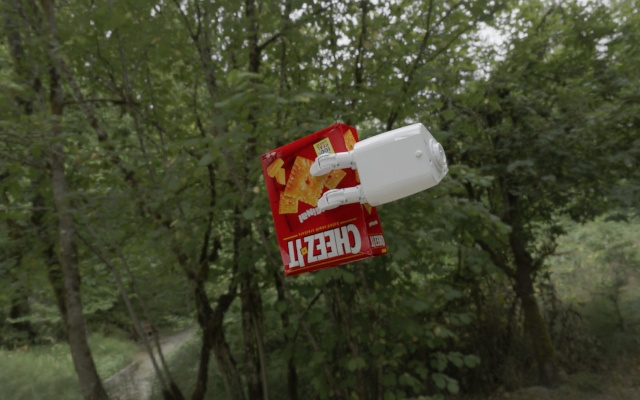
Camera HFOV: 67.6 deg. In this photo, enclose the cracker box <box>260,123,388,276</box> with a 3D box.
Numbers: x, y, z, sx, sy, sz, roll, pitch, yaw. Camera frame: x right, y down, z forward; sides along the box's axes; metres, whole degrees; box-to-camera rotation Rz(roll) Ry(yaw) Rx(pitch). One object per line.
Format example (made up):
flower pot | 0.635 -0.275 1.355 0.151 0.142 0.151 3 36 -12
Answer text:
cracker box | 0.000 0.002 0.783 0.164 0.213 0.072 -18 -11 28
